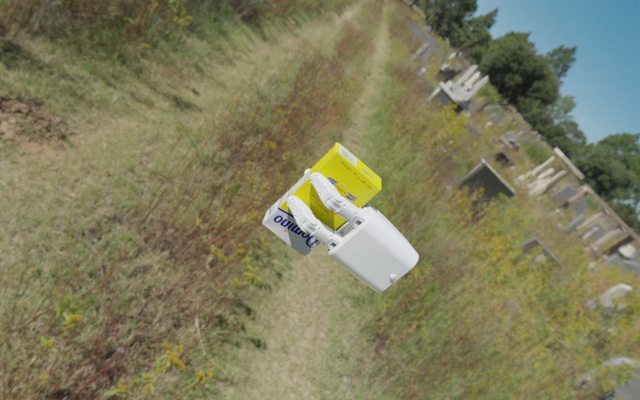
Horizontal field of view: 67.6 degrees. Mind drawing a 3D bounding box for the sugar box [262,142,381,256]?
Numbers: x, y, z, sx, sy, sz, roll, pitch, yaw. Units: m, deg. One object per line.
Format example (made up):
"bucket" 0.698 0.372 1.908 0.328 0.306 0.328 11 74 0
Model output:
"sugar box" 0.000 0.003 0.742 0.093 0.176 0.048 39 24 -14
